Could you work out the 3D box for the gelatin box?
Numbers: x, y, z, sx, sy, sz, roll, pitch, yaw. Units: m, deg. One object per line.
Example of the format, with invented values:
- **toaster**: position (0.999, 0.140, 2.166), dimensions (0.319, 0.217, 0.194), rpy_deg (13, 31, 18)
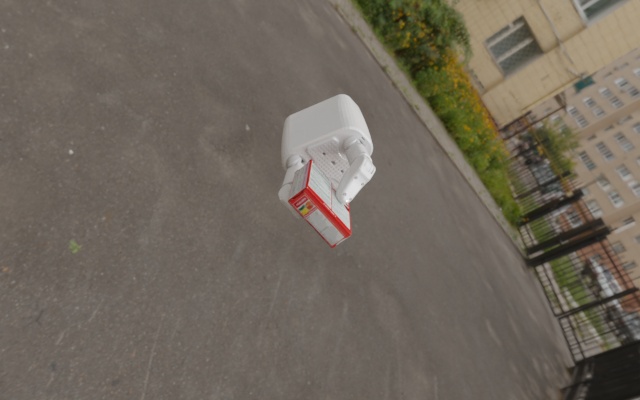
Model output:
- **gelatin box**: position (0.000, 0.002, 0.537), dimensions (0.030, 0.073, 0.089), rpy_deg (-37, 19, 16)
